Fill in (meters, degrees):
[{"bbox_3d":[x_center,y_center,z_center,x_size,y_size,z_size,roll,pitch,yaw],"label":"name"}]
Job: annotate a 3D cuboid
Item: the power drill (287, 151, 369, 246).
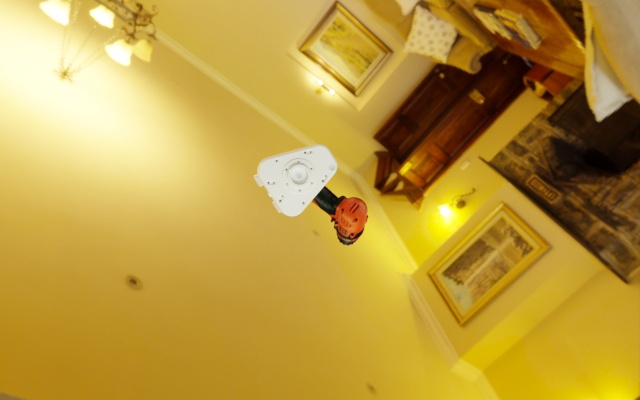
[{"bbox_3d":[0.000,0.002,0.857,0.187,0.057,0.184,35,-18,10],"label":"power drill"}]
